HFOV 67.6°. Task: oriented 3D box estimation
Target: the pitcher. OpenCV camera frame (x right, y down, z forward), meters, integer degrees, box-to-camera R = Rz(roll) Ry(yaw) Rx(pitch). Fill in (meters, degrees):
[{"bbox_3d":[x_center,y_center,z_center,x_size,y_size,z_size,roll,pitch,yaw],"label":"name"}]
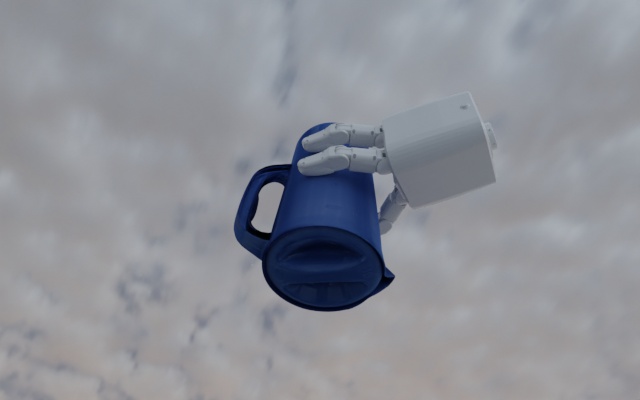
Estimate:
[{"bbox_3d":[0.000,0.002,0.595,0.145,0.149,0.242,-19,35,18],"label":"pitcher"}]
